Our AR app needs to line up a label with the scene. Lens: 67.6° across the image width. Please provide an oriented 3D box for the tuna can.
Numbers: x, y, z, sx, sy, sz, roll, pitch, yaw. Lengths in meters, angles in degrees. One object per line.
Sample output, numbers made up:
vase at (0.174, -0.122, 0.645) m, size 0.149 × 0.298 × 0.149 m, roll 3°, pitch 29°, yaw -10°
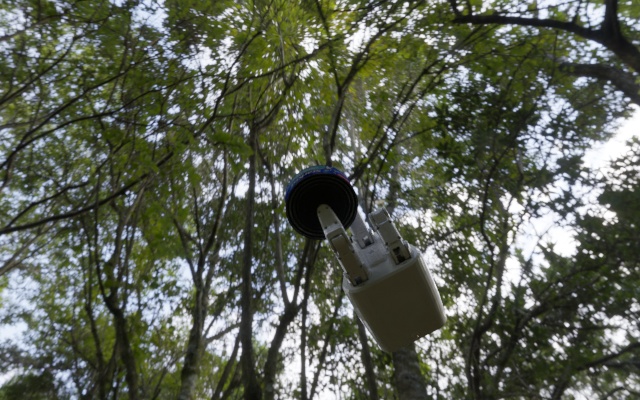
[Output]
tuna can at (0.000, 0.002, 0.570) m, size 0.086 × 0.086 × 0.033 m, roll 0°, pitch 24°, yaw -8°
